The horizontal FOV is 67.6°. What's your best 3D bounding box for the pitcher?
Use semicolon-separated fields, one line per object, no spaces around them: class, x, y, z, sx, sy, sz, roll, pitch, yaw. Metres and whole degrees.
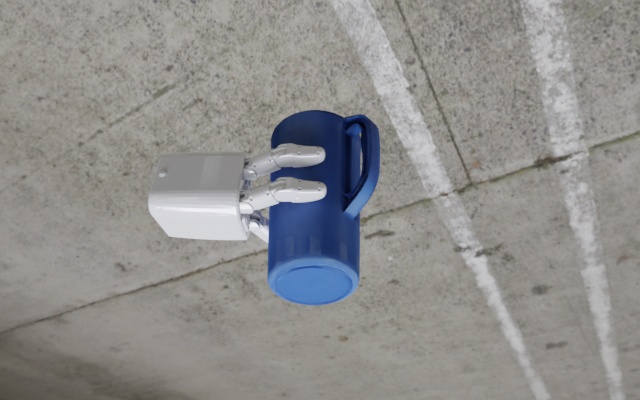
pitcher;0.000;0.002;0.620;0.145;0.242;0.149;2;-39;-2
